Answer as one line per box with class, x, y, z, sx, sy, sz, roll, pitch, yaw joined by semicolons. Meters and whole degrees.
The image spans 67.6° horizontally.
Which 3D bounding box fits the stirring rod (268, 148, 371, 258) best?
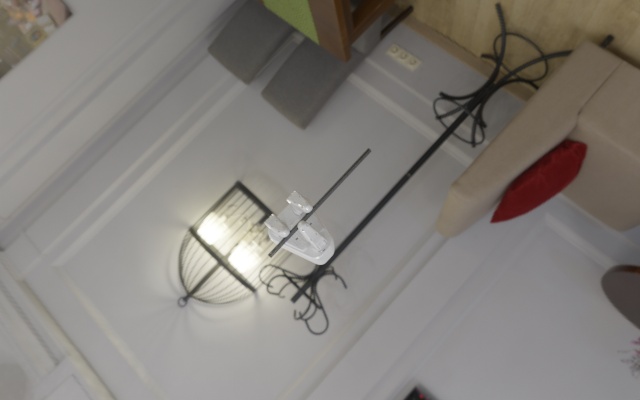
stirring rod;0.000;0.003;0.778;0.011;0.239;0.011;42;-8;7
